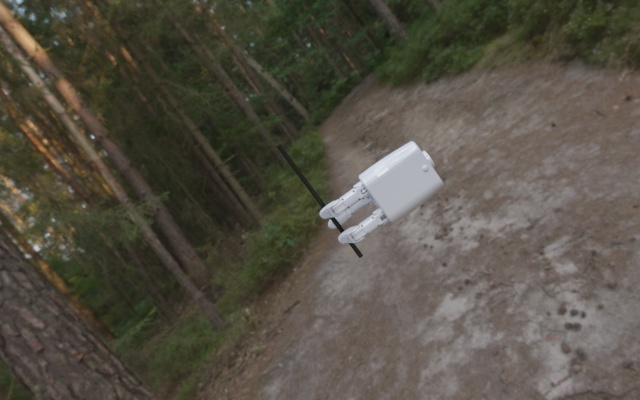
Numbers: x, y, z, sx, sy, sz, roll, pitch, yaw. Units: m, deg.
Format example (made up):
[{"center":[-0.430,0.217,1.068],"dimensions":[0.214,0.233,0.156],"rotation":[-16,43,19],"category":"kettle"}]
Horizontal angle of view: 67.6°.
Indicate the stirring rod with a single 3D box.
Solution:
[{"center":[0.000,0.003,0.820],"dimensions":[0.011,0.239,0.011],"rotation":[-36,8,6],"category":"stirring rod"}]
